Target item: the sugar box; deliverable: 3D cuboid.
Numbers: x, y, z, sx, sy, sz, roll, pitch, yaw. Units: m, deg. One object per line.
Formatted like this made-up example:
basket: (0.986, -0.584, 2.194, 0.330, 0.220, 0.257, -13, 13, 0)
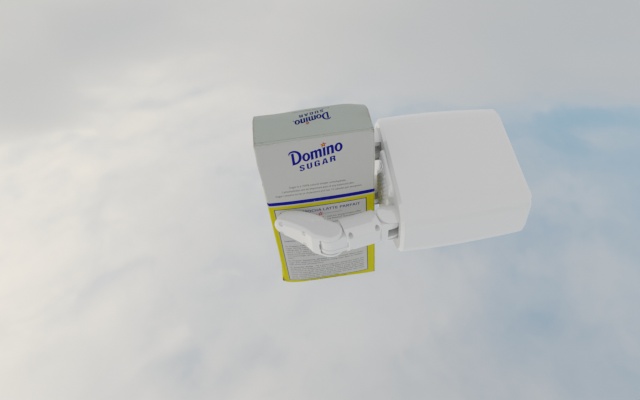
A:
sugar box: (0.000, 0.001, 0.424, 0.093, 0.176, 0.048, -8, 43, -2)
